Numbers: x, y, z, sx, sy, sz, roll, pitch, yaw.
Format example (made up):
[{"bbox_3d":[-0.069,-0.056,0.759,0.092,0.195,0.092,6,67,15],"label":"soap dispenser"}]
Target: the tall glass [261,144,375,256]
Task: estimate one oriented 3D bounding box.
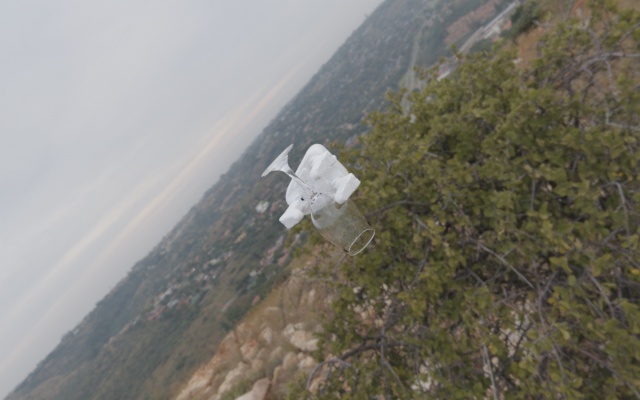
[{"bbox_3d":[0.000,0.002,0.791,0.201,0.079,0.079,44,-11,-11],"label":"tall glass"}]
